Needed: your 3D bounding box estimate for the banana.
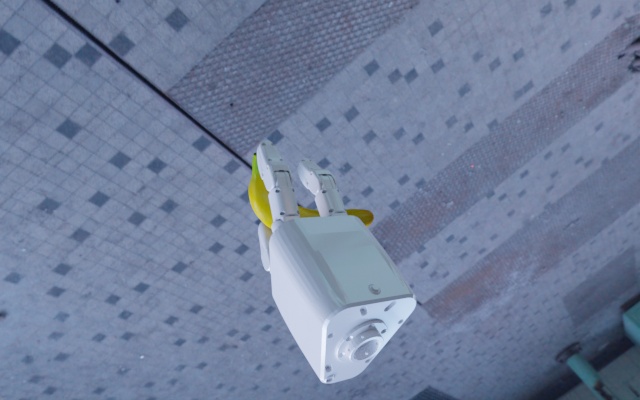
[{"bbox_3d":[-0.013,0.015,0.547,0.198,0.069,0.037,26,17,-43],"label":"banana"}]
